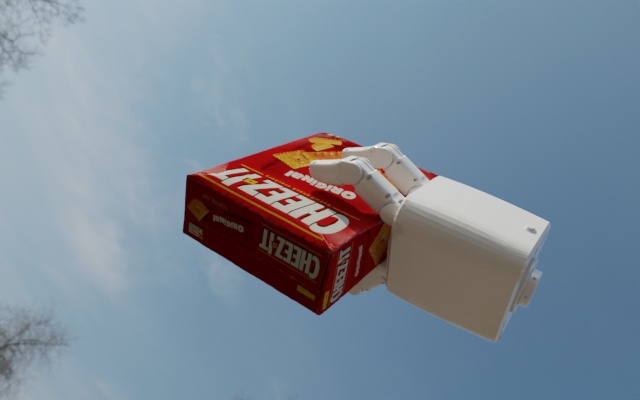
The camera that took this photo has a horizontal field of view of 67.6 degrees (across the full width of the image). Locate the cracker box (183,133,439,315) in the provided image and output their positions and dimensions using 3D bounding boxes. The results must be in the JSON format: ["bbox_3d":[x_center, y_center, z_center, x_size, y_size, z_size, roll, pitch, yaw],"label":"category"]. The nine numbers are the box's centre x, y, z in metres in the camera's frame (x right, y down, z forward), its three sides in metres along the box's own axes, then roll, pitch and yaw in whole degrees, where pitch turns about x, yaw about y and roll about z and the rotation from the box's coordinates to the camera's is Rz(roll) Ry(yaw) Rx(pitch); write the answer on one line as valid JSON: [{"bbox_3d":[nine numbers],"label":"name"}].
[{"bbox_3d":[0.000,0.002,0.479,0.164,0.072,0.213,25,30,27],"label":"cracker box"}]
